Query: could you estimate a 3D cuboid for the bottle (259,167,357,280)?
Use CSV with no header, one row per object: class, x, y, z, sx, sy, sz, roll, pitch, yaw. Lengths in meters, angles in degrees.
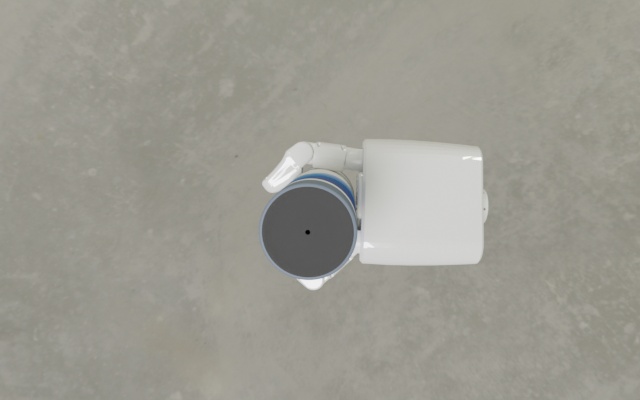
bottle,0.000,0.002,0.463,0.069,0.069,0.295,0,8,3
